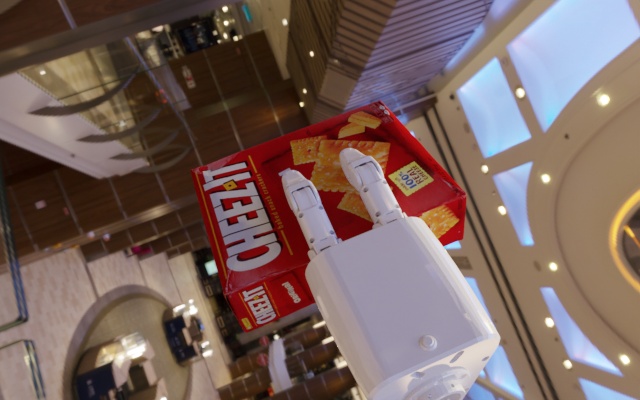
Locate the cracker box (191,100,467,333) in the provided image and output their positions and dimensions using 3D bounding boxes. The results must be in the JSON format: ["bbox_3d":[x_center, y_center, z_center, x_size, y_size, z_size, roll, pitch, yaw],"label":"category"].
[{"bbox_3d":[0.000,0.002,0.451,0.213,0.072,0.164,-21,46,-8],"label":"cracker box"}]
